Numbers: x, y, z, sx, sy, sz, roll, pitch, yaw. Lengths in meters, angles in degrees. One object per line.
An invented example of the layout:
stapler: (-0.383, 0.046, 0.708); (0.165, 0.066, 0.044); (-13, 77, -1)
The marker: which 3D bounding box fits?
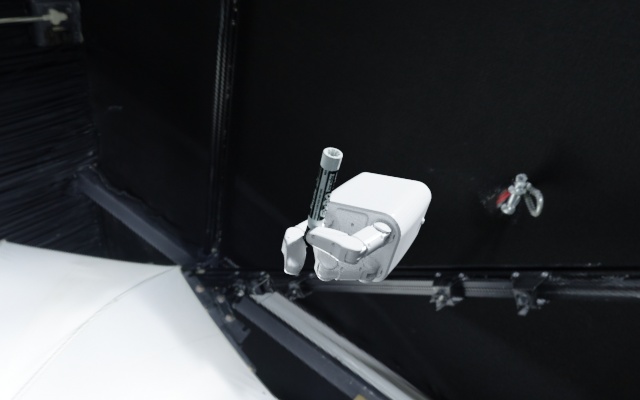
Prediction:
marker: (0.000, 0.002, 0.493); (0.020, 0.121, 0.020); (9, 36, -7)
